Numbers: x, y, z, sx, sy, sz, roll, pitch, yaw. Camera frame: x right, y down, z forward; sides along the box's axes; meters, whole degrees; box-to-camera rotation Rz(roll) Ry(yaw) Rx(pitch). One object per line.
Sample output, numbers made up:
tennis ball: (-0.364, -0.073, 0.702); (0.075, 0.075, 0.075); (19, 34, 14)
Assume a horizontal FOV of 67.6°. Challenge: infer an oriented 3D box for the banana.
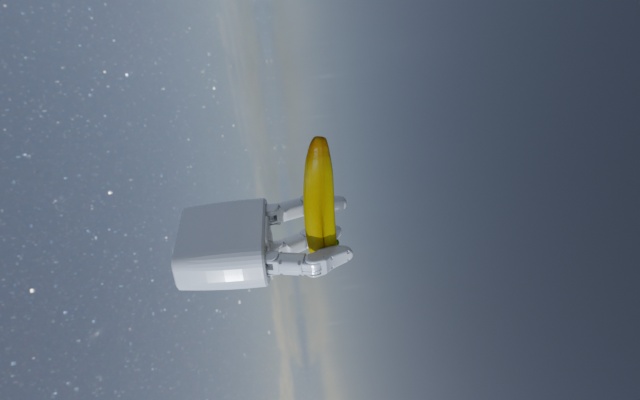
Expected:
banana: (0.000, 0.018, 0.563); (0.037, 0.069, 0.198); (-2, -42, 4)
